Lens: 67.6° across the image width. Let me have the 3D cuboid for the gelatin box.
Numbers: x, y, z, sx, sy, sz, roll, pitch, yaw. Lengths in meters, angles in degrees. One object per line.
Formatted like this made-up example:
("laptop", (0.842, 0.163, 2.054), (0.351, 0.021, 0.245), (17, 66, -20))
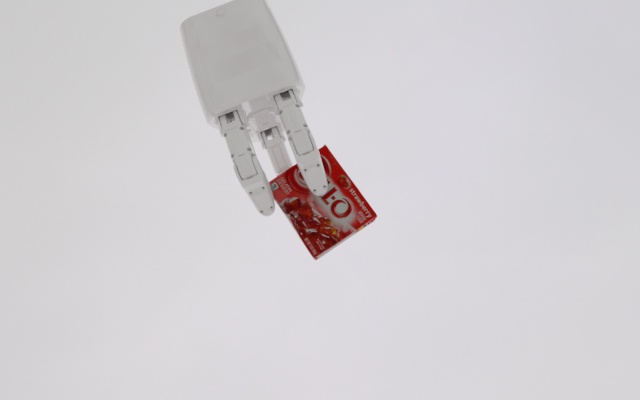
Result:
("gelatin box", (0.000, 0.002, 0.466), (0.073, 0.089, 0.030), (-33, -11, -5))
